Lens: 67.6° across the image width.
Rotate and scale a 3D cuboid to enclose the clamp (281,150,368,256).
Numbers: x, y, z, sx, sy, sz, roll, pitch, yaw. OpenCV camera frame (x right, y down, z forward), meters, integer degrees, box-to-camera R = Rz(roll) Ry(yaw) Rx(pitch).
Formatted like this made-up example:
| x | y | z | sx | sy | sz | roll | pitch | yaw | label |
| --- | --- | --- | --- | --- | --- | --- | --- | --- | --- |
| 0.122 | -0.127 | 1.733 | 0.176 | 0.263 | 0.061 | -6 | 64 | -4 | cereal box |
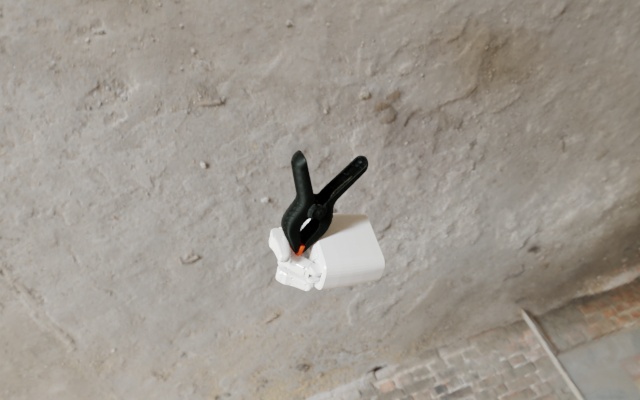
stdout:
| x | y | z | sx | sy | sz | roll | pitch | yaw | label |
| --- | --- | --- | --- | --- | --- | --- | --- | --- | --- |
| 0.000 | 0.003 | 0.670 | 0.120 | 0.172 | 0.039 | -3 | 40 | -26 | clamp |
